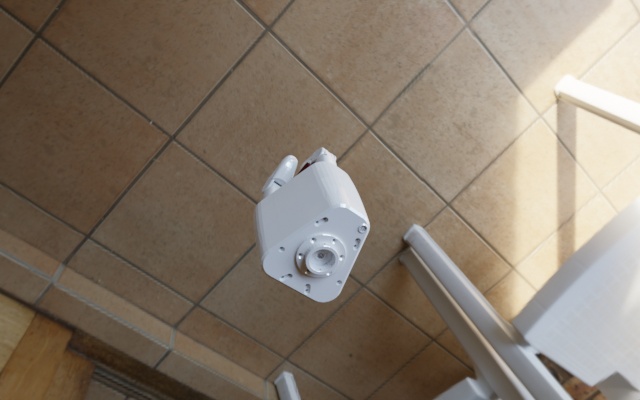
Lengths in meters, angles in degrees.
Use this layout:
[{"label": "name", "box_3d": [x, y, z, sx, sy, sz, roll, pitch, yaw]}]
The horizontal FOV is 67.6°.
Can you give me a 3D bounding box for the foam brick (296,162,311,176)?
[{"label": "foam brick", "box_3d": [0.000, 0.002, 0.583, 0.078, 0.053, 0.051, 33, 18, -22]}]
